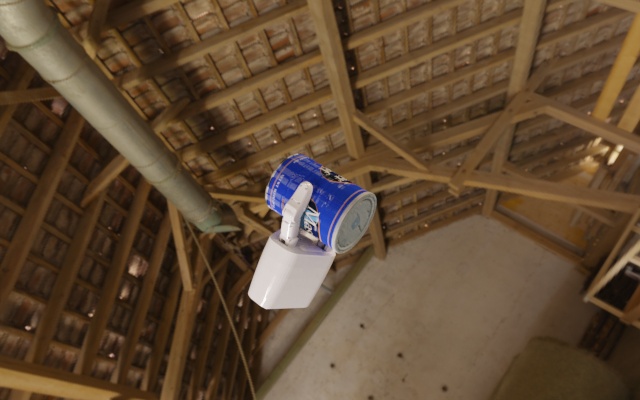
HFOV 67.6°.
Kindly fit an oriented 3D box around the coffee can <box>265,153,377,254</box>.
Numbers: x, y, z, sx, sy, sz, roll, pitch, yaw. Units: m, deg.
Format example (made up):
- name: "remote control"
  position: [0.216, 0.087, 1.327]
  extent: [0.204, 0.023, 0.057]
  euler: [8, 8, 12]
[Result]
- name: "coffee can"
  position: [0.000, 0.002, 0.737]
  extent: [0.140, 0.103, 0.103]
  euler: [32, 15, 26]
